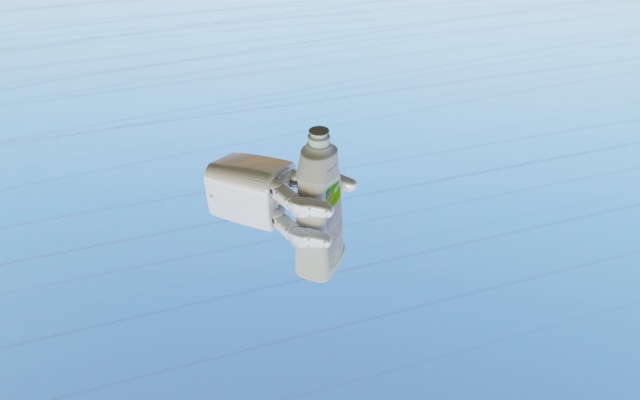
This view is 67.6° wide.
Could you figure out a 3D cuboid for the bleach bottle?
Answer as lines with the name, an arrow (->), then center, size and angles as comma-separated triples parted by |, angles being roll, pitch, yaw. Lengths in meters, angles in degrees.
bleach bottle -> 0.000, 0.002, 0.718 | 0.068, 0.251, 0.102 | 13, 39, 16
